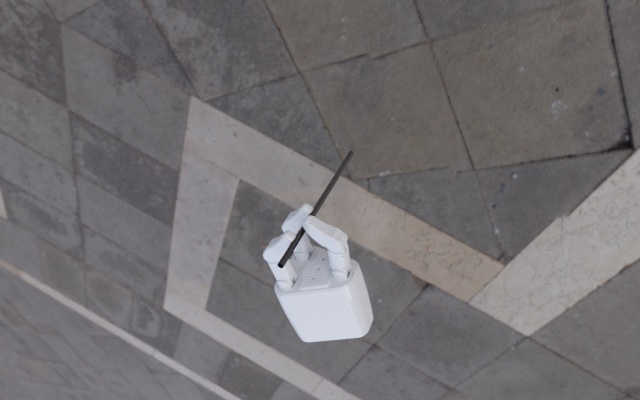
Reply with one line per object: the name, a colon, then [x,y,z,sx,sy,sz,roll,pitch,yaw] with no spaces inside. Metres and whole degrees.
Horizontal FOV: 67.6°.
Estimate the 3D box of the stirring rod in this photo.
stirring rod: [0.000,0.002,0.632,0.011,0.011,0.239,0,38,29]
